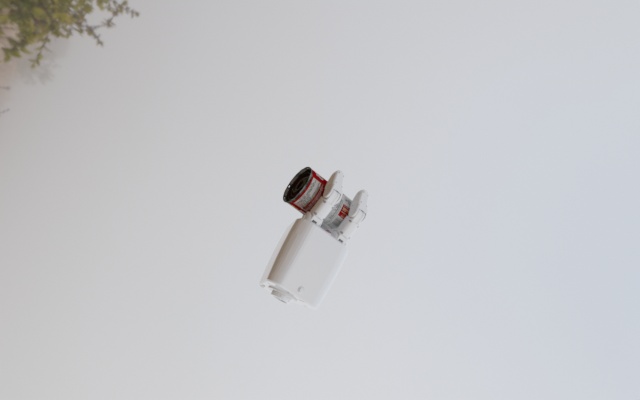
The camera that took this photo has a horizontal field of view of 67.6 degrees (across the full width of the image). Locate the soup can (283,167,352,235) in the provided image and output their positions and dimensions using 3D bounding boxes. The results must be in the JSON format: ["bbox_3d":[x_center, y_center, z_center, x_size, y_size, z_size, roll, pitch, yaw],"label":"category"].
[{"bbox_3d":[0.000,0.002,0.765,0.102,0.068,0.068,37,-16,-23],"label":"soup can"}]
